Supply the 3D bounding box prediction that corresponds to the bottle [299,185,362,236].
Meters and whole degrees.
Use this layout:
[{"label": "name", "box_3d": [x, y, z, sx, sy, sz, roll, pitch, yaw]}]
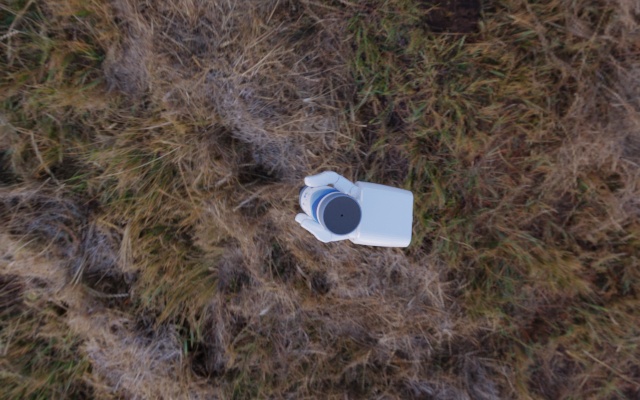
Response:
[{"label": "bottle", "box_3d": [0.000, 0.003, 0.891, 0.069, 0.069, 0.295, 0, 8, -13]}]
